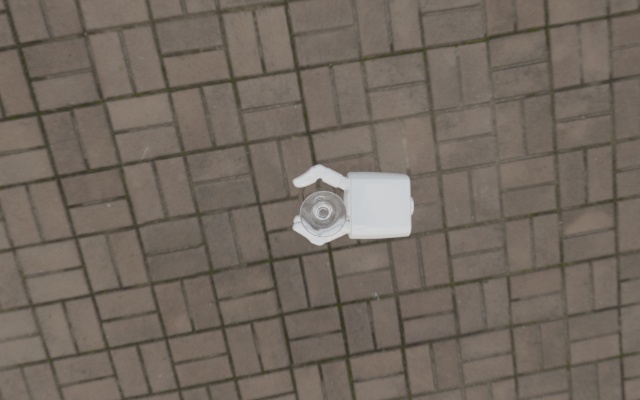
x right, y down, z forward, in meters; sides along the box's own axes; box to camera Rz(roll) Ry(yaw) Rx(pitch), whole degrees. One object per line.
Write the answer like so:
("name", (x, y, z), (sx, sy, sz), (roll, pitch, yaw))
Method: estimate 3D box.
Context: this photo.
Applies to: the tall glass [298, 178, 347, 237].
("tall glass", (0.000, 0.003, 0.845), (0.079, 0.079, 0.201), (0, 11, -3))
